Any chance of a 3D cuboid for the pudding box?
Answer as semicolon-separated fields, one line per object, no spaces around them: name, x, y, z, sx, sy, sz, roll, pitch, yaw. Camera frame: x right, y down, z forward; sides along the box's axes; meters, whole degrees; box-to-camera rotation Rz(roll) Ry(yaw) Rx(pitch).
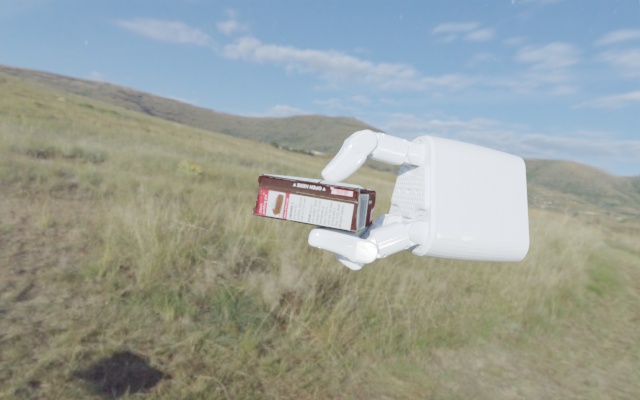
pudding box;0.000;0.001;0.437;0.090;0.039;0.113;8;1;12
